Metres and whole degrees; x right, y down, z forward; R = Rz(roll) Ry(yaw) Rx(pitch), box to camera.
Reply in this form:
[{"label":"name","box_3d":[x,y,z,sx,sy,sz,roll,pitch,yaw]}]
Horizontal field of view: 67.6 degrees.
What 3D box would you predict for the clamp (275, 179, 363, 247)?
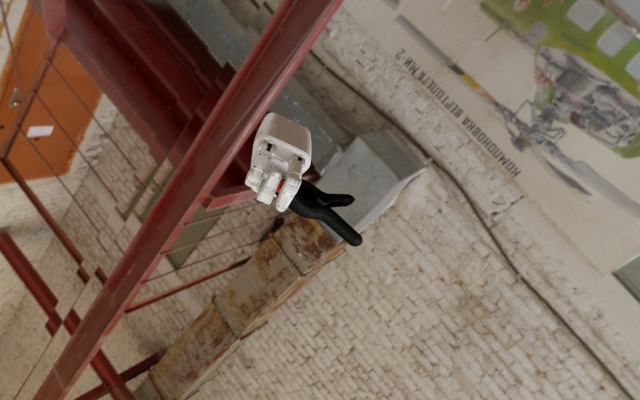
[{"label":"clamp","box_3d":[0.000,0.003,0.819,0.171,0.039,0.120,32,26,-18]}]
